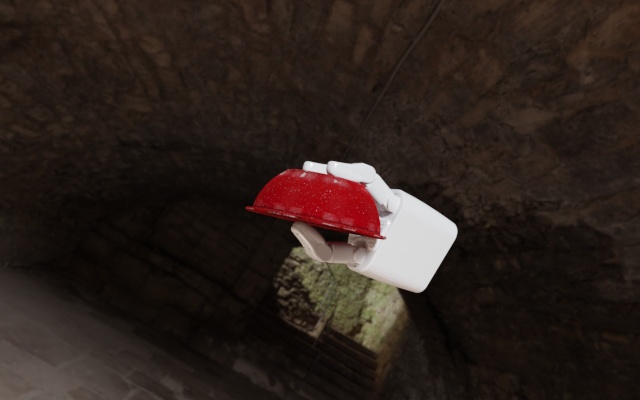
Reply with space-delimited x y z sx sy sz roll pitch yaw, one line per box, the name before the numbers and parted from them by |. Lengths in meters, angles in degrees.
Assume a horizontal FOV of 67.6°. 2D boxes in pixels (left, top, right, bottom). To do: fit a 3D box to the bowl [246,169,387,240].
bowl | -0.001 0.001 0.540 0.162 0.055 0.162 12 -4 1
